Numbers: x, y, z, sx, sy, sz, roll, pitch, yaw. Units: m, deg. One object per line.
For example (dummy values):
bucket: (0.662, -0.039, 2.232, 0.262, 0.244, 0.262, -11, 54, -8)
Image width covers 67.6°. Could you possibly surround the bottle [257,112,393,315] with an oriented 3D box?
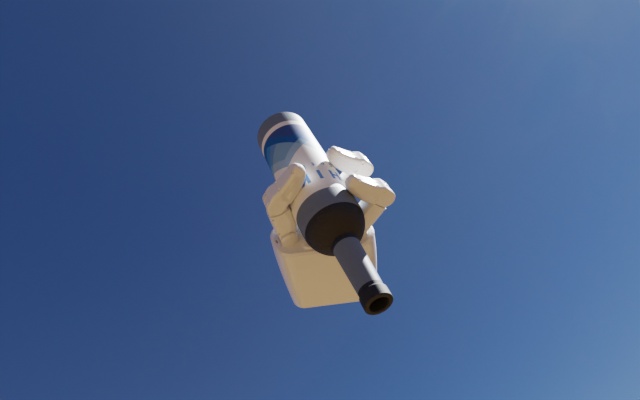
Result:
bottle: (0.000, 0.001, 0.514, 0.069, 0.069, 0.295, 0, 36, -25)
